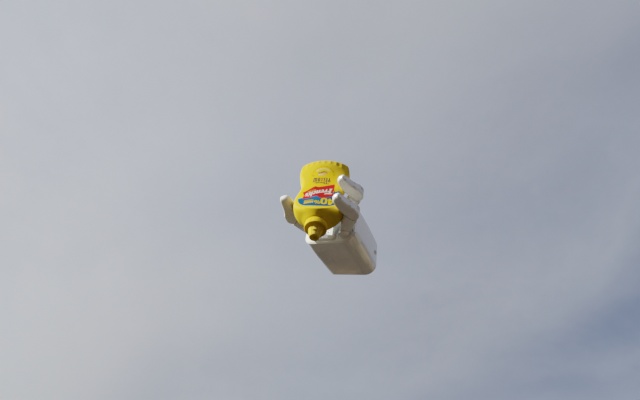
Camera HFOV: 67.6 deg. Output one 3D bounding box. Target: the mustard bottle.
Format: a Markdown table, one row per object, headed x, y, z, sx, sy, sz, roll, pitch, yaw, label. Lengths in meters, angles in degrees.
| x | y | z | sx | sy | sz | roll | pitch | yaw | label |
| --- | --- | --- | --- | --- | --- | --- | --- | --- | --- |
| 0.000 | 0.002 | 0.886 | 0.096 | 0.058 | 0.191 | 2 | 41 | 8 | mustard bottle |
